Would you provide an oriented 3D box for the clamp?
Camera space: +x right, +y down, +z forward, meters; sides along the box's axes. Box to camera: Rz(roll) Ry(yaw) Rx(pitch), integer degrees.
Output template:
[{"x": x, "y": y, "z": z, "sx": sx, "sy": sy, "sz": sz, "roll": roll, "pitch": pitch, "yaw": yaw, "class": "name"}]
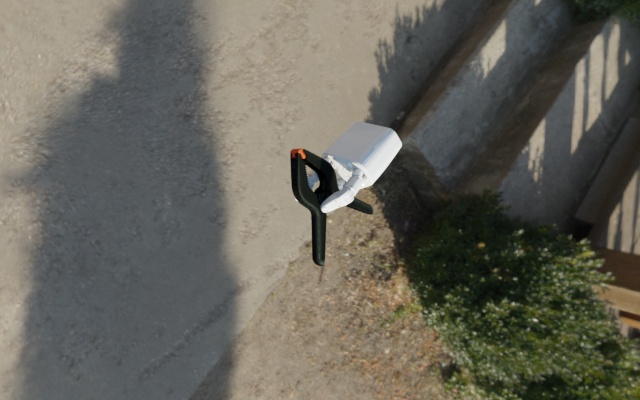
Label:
[{"x": 0.000, "y": 0.002, "z": 0.858, "sx": 0.036, "sy": 0.210, "sz": 0.164, "roll": 3, "pitch": 46, "yaw": 52, "class": "clamp"}]
